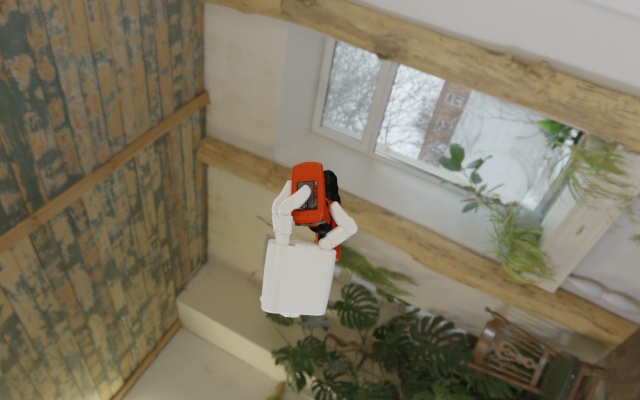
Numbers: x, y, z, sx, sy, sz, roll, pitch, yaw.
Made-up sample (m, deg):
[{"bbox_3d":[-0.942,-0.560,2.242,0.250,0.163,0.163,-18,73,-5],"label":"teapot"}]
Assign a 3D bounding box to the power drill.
[{"bbox_3d":[0.000,0.003,0.849,0.057,0.184,0.188,-8,-22,12],"label":"power drill"}]
